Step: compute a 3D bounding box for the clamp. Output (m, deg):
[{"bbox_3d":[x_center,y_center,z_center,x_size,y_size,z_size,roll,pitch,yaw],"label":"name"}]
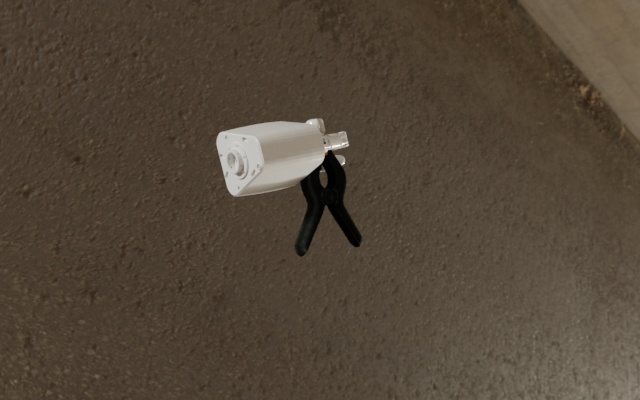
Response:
[{"bbox_3d":[0.001,0.002,0.725,0.120,0.171,0.039,-16,4,-40],"label":"clamp"}]
